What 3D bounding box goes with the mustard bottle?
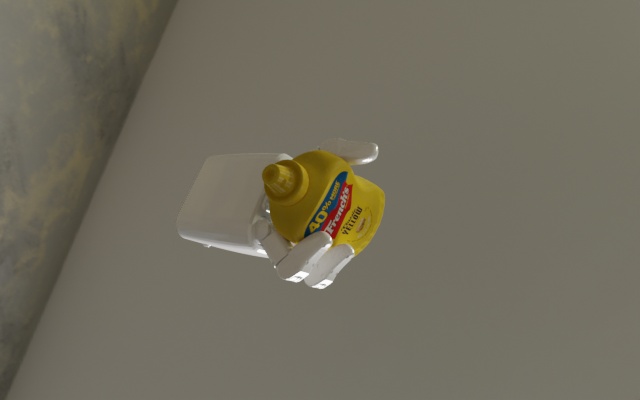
[{"bbox_3d":[0.000,0.002,0.485,0.058,0.096,0.192,32,1,32],"label":"mustard bottle"}]
